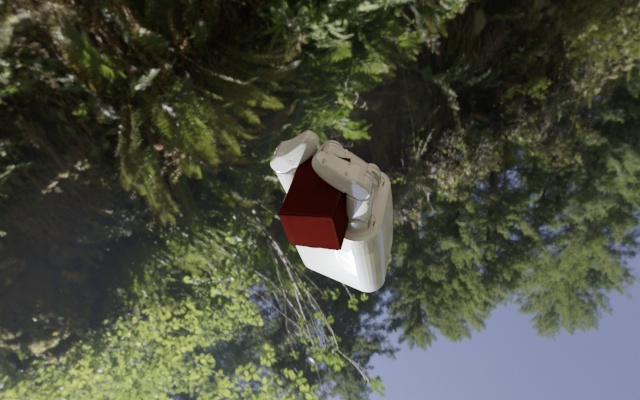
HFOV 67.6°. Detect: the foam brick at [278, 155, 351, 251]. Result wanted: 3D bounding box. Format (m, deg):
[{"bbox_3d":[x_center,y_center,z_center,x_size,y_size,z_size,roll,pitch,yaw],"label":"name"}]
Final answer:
[{"bbox_3d":[0.000,0.002,0.458,0.053,0.078,0.051,5,-41,17],"label":"foam brick"}]
